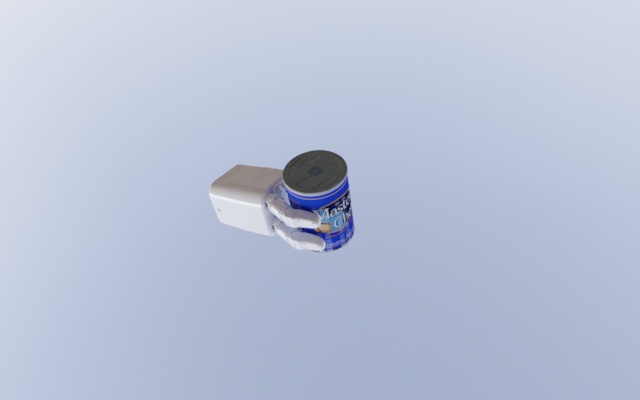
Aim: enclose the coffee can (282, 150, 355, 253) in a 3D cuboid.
[{"bbox_3d":[0.000,0.002,0.789,0.103,0.140,0.102,-5,44,5],"label":"coffee can"}]
